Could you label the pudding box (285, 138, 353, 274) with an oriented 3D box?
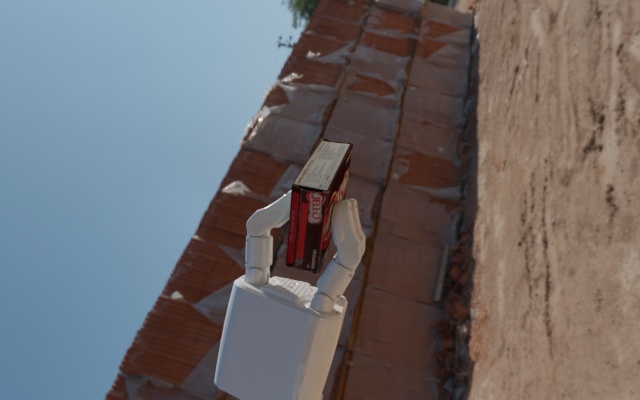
[{"bbox_3d":[0.000,0.002,0.466,0.039,0.090,0.113,12,32,7],"label":"pudding box"}]
